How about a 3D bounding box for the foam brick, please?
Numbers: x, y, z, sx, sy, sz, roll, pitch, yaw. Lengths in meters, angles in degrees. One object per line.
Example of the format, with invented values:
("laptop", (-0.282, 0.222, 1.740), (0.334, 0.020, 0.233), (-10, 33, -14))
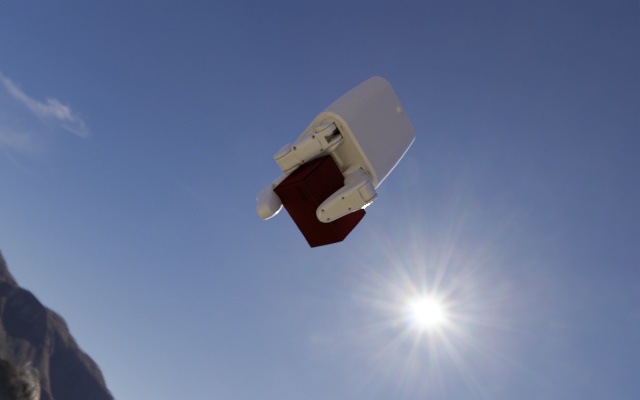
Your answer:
("foam brick", (0.000, 0.002, 0.500), (0.053, 0.078, 0.051), (-15, 23, 47))
